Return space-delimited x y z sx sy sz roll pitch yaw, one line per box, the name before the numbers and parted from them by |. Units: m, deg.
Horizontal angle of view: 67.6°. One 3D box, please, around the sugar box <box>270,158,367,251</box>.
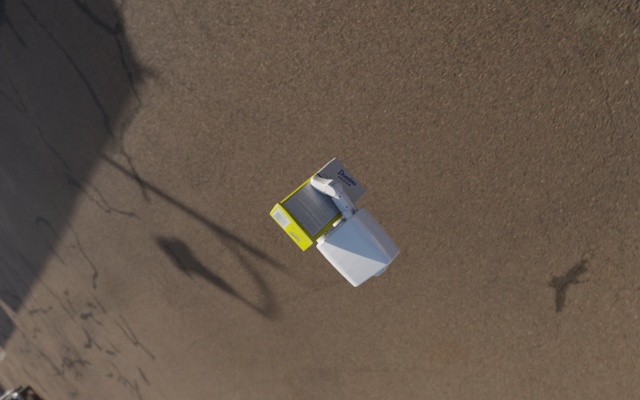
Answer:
sugar box | 0.000 0.003 0.878 0.176 0.093 0.048 -40 -2 -41
